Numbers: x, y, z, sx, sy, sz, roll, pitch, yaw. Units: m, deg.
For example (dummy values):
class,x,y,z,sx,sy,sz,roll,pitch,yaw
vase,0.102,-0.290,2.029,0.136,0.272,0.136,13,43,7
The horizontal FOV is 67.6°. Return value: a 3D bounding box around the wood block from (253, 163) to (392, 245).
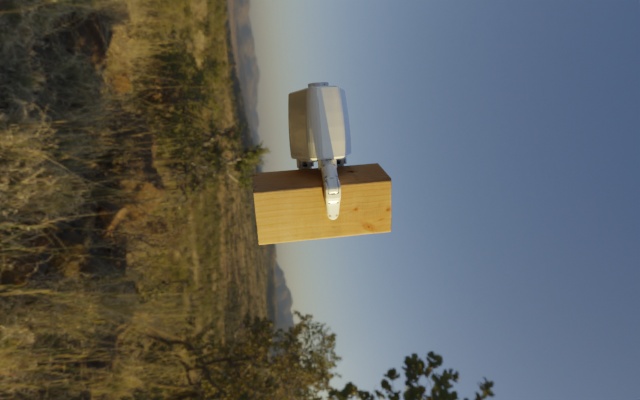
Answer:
class,x,y,z,sx,sy,sz,roll,pitch,yaw
wood block,0.000,0.002,0.753,0.206,0.090,0.090,-5,21,-6
